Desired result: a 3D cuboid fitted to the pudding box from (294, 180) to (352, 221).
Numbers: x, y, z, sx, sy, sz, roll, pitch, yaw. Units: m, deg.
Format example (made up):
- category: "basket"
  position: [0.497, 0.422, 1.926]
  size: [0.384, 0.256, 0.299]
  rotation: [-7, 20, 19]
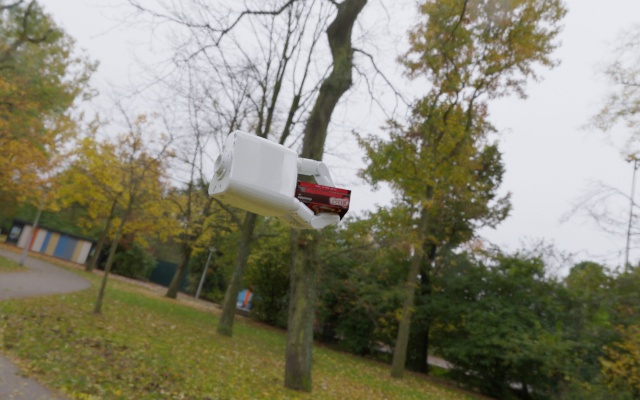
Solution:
- category: "pudding box"
  position: [0.000, 0.002, 0.803]
  size: [0.090, 0.039, 0.113]
  rotation: [11, -10, -2]
